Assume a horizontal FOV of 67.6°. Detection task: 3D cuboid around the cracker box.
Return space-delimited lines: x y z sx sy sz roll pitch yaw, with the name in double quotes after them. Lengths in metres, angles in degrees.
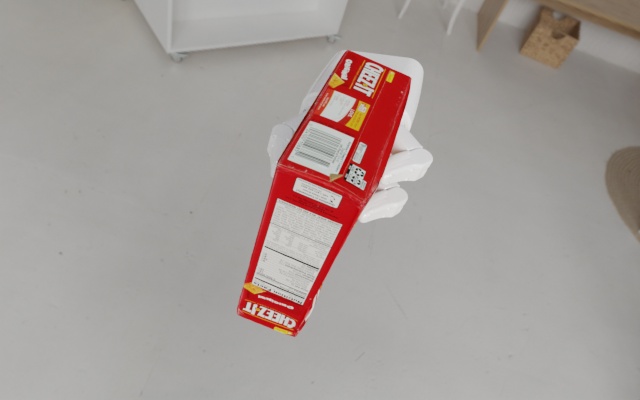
0.000 0.001 0.433 0.072 0.164 0.214 23 -43 1 "cracker box"
